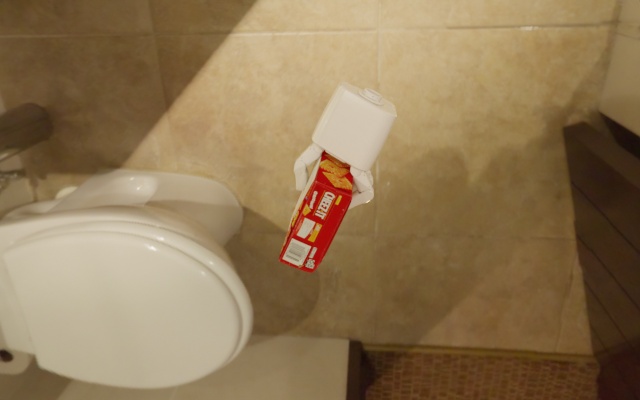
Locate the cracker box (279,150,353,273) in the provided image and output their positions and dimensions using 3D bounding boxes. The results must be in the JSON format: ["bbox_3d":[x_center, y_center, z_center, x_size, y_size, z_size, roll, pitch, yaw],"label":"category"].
[{"bbox_3d":[0.000,0.003,0.854,0.072,0.164,0.213,23,25,-5],"label":"cracker box"}]
